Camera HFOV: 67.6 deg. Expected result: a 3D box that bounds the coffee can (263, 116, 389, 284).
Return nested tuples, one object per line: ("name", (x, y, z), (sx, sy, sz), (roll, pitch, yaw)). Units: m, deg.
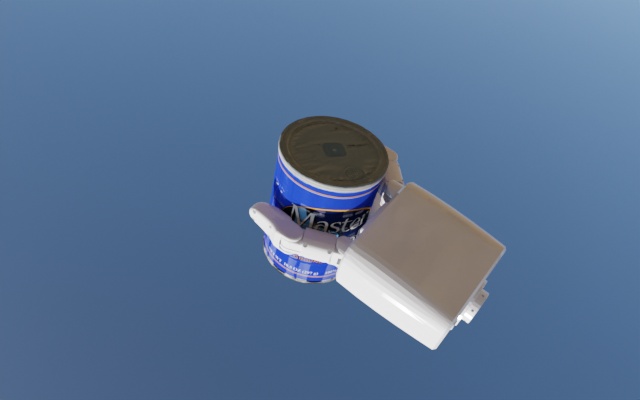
("coffee can", (0.000, 0.001, 0.483), (0.103, 0.102, 0.140), (0, -44, -15))
